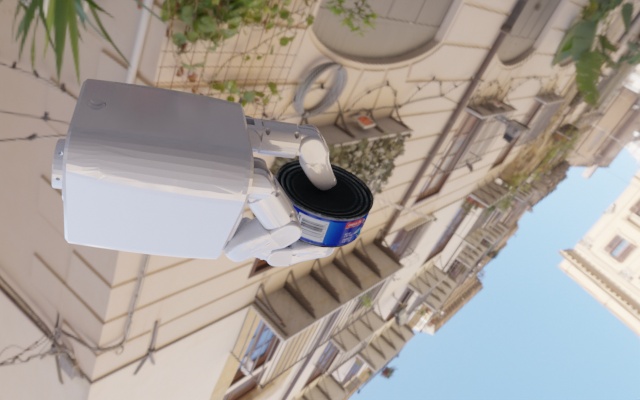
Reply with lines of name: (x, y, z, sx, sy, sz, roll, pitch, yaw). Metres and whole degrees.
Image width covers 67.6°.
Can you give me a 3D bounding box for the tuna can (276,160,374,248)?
tuna can: (0.000, 0.002, 0.414, 0.086, 0.034, 0.086, 13, 33, -9)
